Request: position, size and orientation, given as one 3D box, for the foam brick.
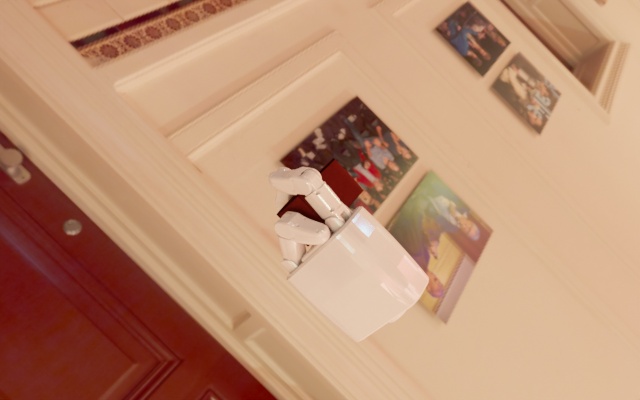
[{"bbox_3d":[0.000,0.001,0.530,0.078,0.051,0.053,-46,1,-41],"label":"foam brick"}]
